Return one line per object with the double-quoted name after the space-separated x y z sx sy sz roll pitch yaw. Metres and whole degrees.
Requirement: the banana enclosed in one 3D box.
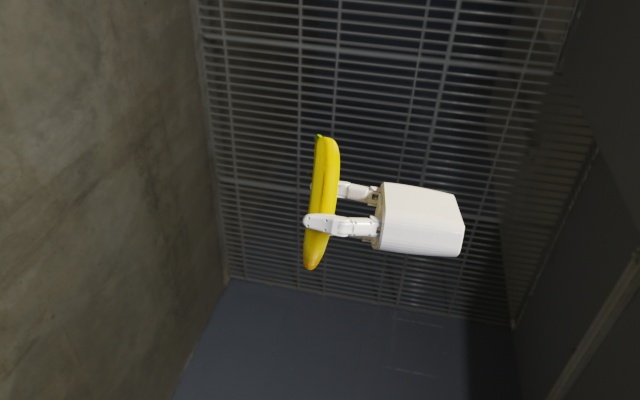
0.002 -0.005 0.652 0.037 0.197 0.070 7 -13 -5 "banana"
